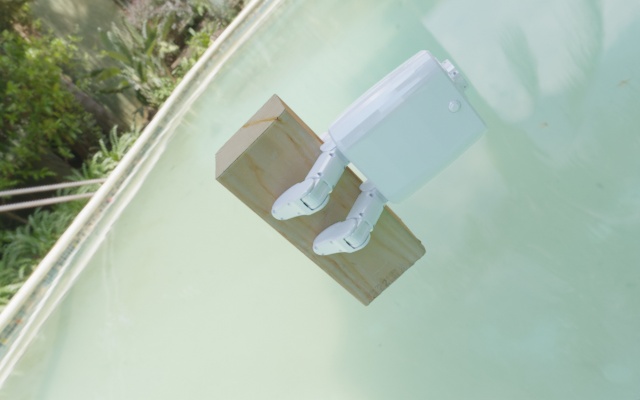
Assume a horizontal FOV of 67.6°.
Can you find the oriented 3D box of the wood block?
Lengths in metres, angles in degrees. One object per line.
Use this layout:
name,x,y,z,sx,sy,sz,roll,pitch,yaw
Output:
wood block,0.000,0.001,0.488,0.206,0.090,0.090,43,8,-23
